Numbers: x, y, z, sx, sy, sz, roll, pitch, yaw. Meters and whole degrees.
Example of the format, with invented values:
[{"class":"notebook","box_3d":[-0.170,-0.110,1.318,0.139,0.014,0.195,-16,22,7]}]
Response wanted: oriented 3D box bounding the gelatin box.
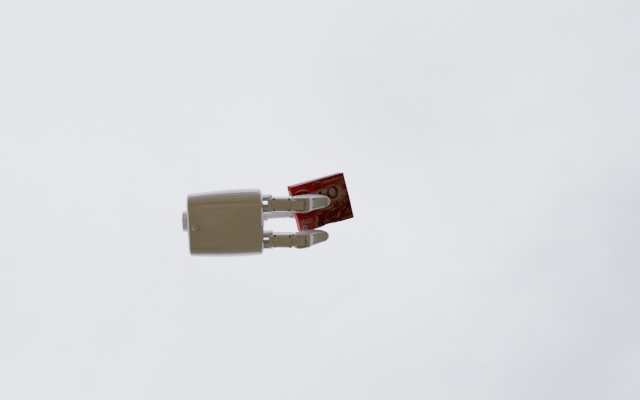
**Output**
[{"class":"gelatin box","box_3d":[0.000,0.002,0.736,0.089,0.073,0.030,-16,8,-11]}]
